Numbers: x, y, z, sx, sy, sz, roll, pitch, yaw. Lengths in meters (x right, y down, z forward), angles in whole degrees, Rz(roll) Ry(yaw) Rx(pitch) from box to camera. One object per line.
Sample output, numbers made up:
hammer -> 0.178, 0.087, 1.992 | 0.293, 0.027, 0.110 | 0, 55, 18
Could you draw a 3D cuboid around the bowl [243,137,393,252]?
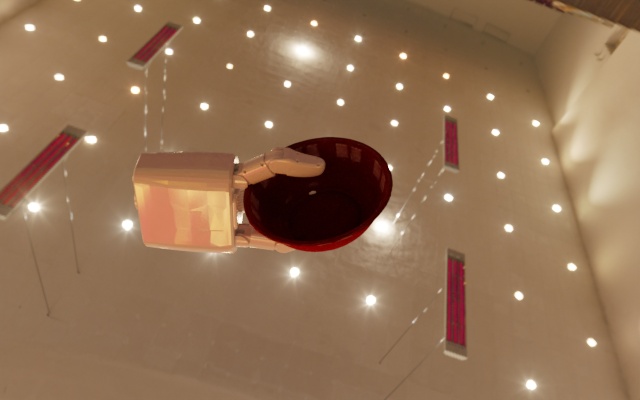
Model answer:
bowl -> 0.001, 0.002, 0.526 | 0.162, 0.162, 0.055 | 0, -43, 14
